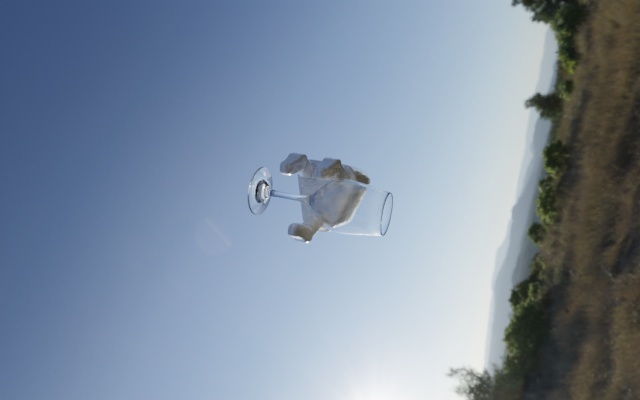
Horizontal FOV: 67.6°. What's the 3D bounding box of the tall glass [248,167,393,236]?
[{"bbox_3d":[-0.001,0.002,0.693,0.201,0.079,0.079,10,4,20],"label":"tall glass"}]
